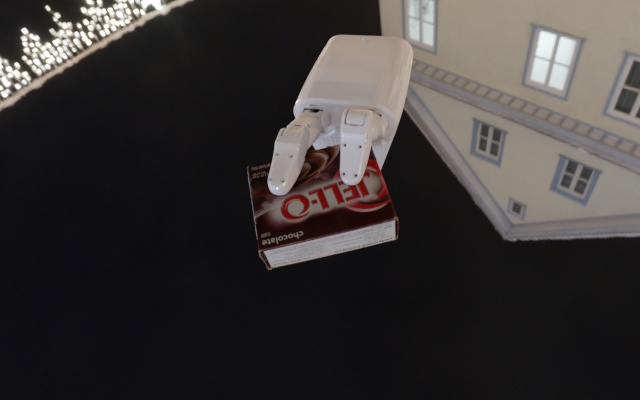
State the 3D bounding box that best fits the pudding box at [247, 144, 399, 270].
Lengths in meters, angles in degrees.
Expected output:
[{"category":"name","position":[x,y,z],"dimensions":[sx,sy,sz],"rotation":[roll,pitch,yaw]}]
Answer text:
[{"category":"pudding box","position":[0.000,0.001,0.403],"dimensions":[0.113,0.090,0.039],"rotation":[-15,-38,1]}]
